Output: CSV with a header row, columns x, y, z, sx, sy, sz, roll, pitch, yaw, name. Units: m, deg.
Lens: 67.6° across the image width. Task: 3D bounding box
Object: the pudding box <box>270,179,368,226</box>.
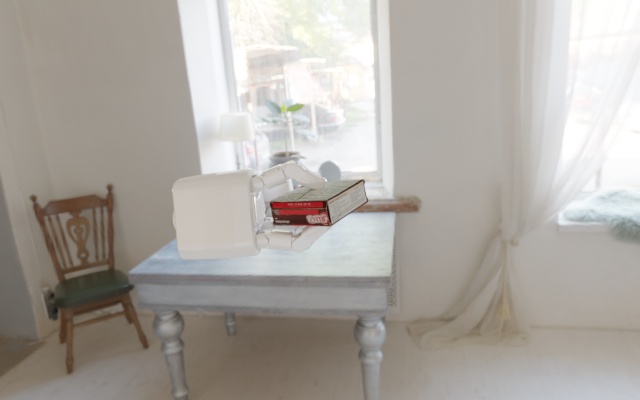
x,y,z,sx,sy,sz,roll,pitch,yaw,name
0.000,0.002,0.645,0.090,0.039,0.113,0,18,31,pudding box
